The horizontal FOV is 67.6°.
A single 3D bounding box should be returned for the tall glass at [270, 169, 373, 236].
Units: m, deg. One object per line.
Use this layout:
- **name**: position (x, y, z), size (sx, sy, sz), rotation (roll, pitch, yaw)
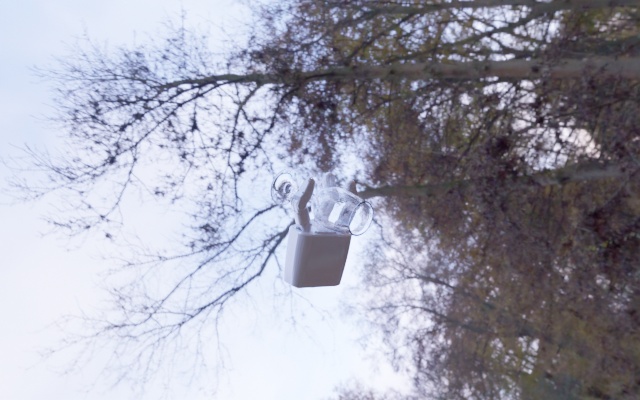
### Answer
- **tall glass**: position (0.000, 0.002, 0.865), size (0.079, 0.079, 0.201), rotation (0, 16, -46)
